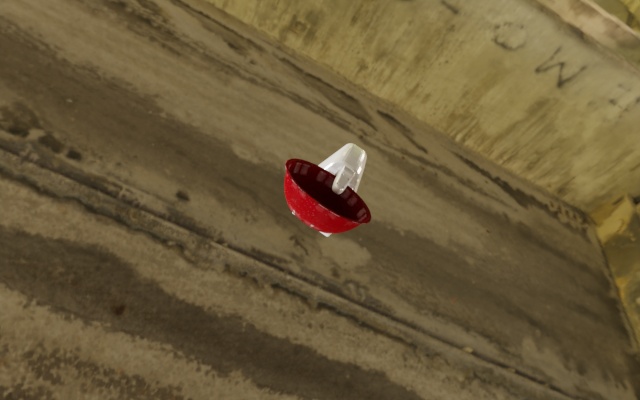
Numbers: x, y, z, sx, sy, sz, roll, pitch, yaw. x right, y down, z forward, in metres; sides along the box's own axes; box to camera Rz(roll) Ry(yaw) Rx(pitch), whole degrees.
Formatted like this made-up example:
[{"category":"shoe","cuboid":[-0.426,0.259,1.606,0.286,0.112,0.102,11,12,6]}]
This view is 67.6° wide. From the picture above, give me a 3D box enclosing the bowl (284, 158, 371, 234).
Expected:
[{"category":"bowl","cuboid":[-0.001,0.003,0.759,0.162,0.055,0.162,31,20,-13]}]
